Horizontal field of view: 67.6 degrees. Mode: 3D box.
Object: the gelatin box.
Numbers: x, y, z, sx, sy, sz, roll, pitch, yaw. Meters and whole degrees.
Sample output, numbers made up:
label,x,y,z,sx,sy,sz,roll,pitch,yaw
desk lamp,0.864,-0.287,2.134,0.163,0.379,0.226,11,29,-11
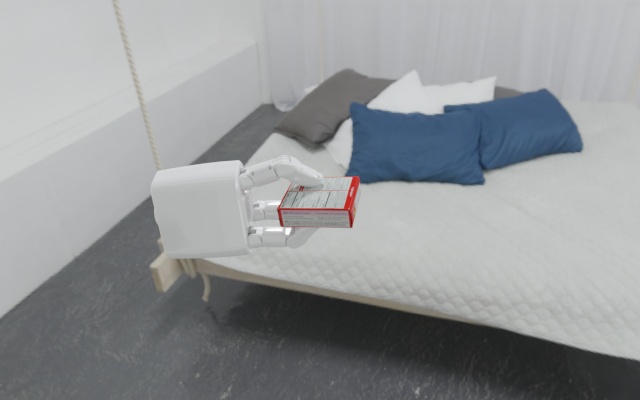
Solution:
label,x,y,z,sx,sy,sz,roll,pitch,yaw
gelatin box,0.000,0.001,0.576,0.089,0.030,0.073,-1,33,15
